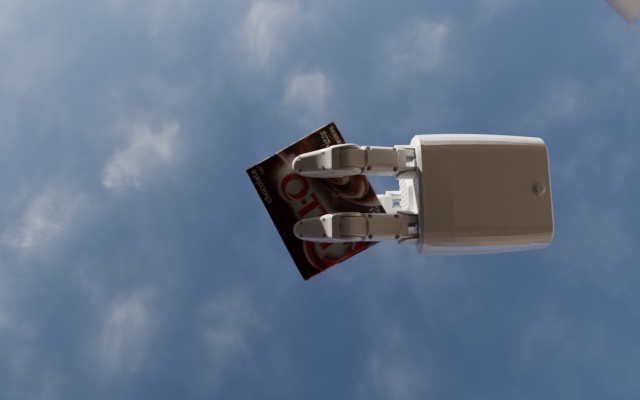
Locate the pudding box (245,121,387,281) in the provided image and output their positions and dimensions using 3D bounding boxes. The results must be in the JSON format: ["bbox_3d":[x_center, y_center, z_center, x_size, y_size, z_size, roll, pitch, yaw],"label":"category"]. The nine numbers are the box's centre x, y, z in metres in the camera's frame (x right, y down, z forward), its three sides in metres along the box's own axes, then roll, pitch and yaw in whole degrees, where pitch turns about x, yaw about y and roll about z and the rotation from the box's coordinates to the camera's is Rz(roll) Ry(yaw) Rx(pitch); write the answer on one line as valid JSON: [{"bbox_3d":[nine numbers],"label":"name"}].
[{"bbox_3d":[0.000,0.001,0.426,0.090,0.113,0.039,-29,-9,0],"label":"pudding box"}]
